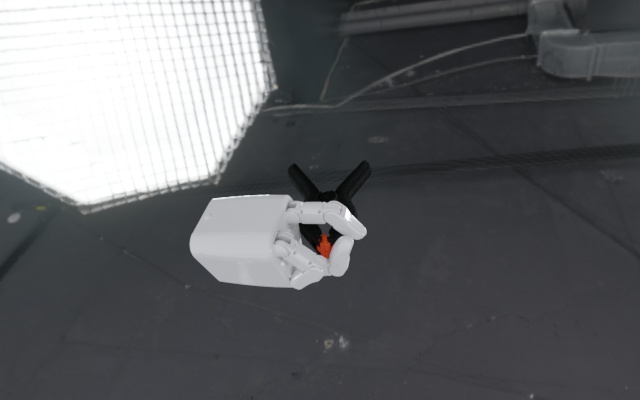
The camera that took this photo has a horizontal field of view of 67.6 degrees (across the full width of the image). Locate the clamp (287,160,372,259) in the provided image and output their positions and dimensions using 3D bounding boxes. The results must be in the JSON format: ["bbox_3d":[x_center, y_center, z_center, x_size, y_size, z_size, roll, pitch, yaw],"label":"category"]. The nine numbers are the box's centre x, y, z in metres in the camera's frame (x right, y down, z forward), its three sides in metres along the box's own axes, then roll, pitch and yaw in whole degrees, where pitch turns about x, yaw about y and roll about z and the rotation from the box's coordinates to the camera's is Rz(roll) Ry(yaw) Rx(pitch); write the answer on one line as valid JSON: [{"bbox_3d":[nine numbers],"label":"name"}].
[{"bbox_3d":[0.000,0.003,0.644,0.120,0.039,0.171,0,41,16],"label":"clamp"}]
